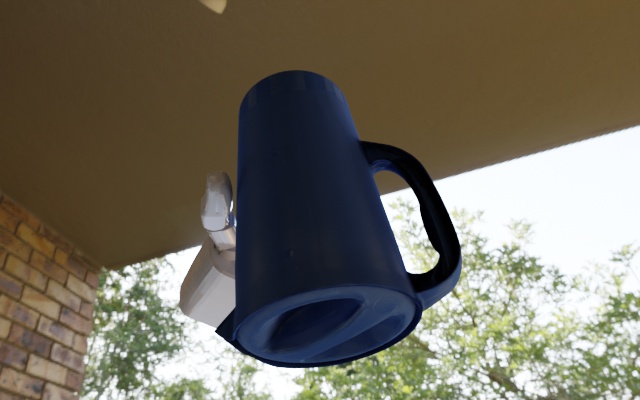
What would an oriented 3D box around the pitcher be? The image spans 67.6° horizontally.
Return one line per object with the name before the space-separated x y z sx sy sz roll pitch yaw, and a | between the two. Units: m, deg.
pitcher | 0.000 0.001 0.401 0.149 0.242 0.145 13 -43 -27
